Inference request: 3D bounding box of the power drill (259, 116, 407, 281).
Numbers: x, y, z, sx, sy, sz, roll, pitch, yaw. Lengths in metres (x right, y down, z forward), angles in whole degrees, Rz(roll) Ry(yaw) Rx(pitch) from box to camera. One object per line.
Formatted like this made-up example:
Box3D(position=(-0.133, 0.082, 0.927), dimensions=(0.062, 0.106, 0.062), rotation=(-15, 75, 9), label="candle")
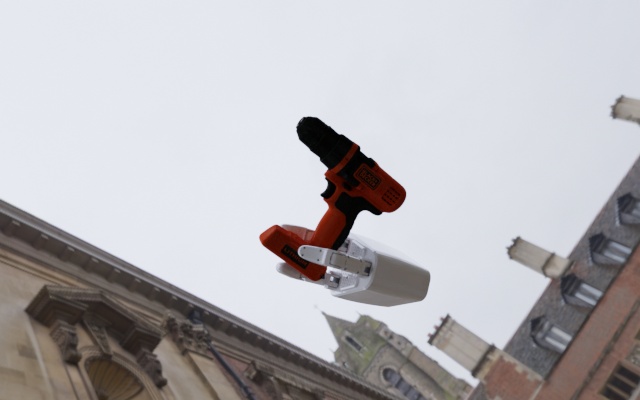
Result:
Box3D(position=(0.000, 0.003, 0.660), dimensions=(0.184, 0.187, 0.057), rotation=(38, 5, -10), label="power drill")
